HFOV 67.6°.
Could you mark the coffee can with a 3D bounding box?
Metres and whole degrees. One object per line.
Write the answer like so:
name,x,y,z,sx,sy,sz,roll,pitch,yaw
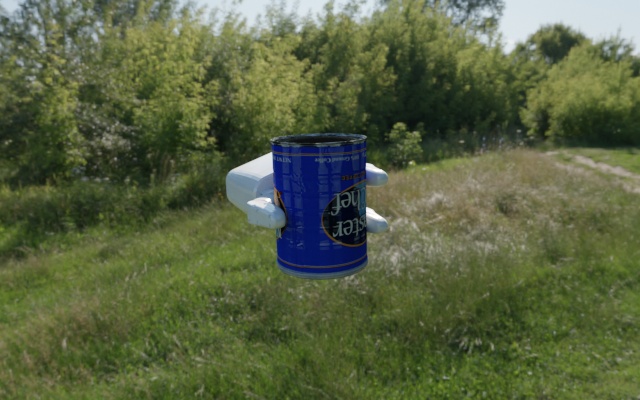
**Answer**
coffee can,0.000,0.002,0.520,0.103,0.140,0.102,-2,13,0
